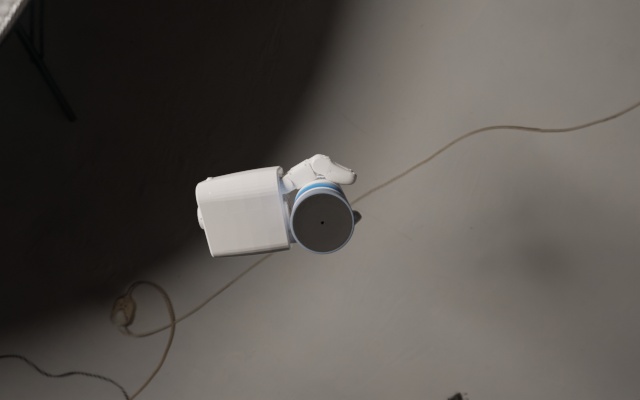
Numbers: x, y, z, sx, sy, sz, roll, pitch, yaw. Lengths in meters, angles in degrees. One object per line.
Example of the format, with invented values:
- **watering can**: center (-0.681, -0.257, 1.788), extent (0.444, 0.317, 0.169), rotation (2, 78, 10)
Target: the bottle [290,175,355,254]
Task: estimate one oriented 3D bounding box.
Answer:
- **bottle**: center (0.000, 0.002, 0.634), extent (0.069, 0.069, 0.295), rotation (0, 8, -1)
